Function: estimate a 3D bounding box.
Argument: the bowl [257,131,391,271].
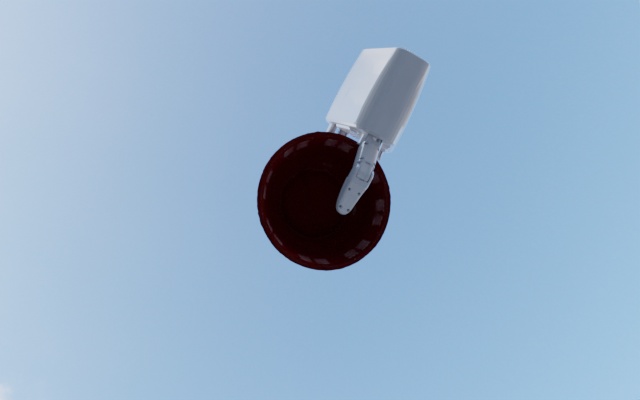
[{"bbox_3d":[-0.001,0.003,0.575,0.162,0.162,0.055,0,-4,-16],"label":"bowl"}]
